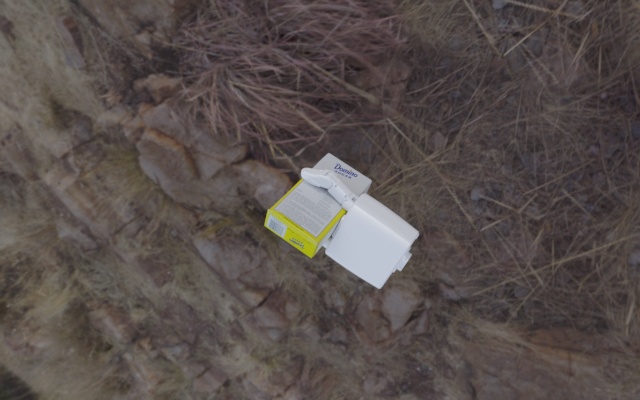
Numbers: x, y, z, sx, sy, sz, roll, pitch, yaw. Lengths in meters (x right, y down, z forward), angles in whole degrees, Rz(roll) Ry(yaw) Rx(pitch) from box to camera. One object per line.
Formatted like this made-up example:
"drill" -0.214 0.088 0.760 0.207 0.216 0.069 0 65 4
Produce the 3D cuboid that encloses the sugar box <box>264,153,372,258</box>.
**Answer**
"sugar box" 0.000 0.003 0.764 0.093 0.048 0.176 34 46 12
